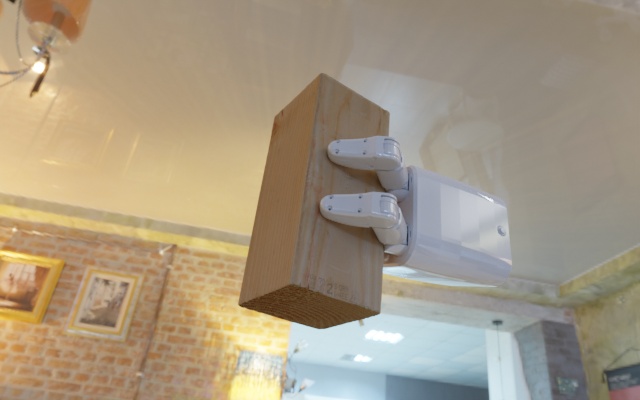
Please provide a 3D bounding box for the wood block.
[{"bbox_3d":[0.000,0.002,0.443,0.090,0.206,0.091,24,-34,-27],"label":"wood block"}]
